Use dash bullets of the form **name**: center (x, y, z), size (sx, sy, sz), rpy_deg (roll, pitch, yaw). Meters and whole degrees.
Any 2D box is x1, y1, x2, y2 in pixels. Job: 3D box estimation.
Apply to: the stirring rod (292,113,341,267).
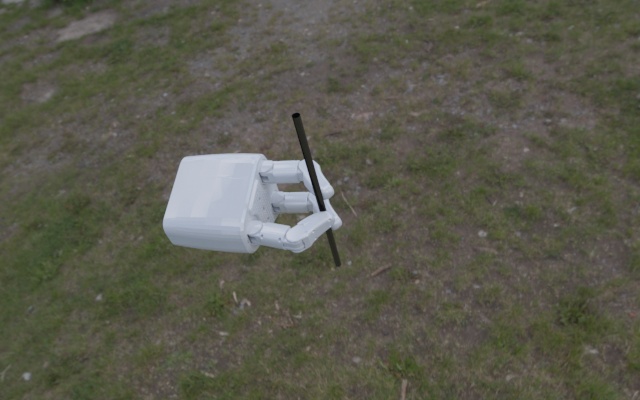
- **stirring rod**: center (0.000, 0.002, 0.527), size (0.011, 0.011, 0.240), rpy_deg (0, -42, 15)
